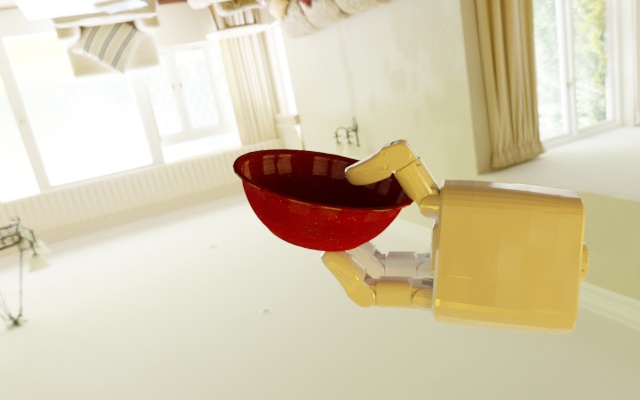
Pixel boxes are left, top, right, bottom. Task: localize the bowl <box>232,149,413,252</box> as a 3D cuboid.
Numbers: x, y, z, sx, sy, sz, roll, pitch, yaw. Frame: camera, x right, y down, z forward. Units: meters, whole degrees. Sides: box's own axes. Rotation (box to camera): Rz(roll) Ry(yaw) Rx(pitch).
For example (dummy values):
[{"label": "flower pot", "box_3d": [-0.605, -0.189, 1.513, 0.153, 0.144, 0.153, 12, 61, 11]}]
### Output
[{"label": "bowl", "box_3d": [-0.001, 0.001, 0.429, 0.162, 0.055, 0.162, 9, 20, -3]}]
